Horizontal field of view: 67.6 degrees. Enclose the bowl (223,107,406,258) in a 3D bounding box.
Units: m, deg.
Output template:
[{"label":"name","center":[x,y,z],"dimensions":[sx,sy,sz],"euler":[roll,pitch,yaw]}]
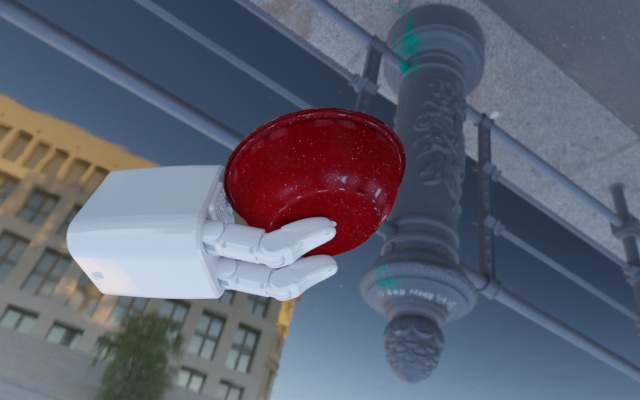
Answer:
[{"label":"bowl","center":[0.001,0.001,0.405],"dimensions":[0.162,0.055,0.162],"euler":[-7,-40,-6]}]
